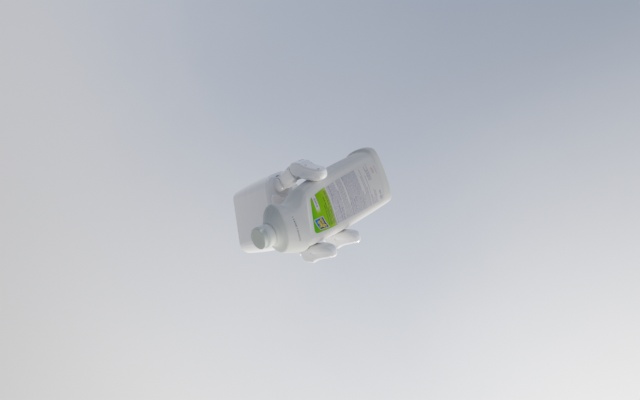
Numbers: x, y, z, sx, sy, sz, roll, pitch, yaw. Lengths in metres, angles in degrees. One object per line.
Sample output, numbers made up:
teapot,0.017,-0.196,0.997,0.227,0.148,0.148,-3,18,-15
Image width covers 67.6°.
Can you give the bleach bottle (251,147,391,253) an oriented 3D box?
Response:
bleach bottle,0.000,0.002,0.696,0.250,0.102,0.068,-25,5,-42
